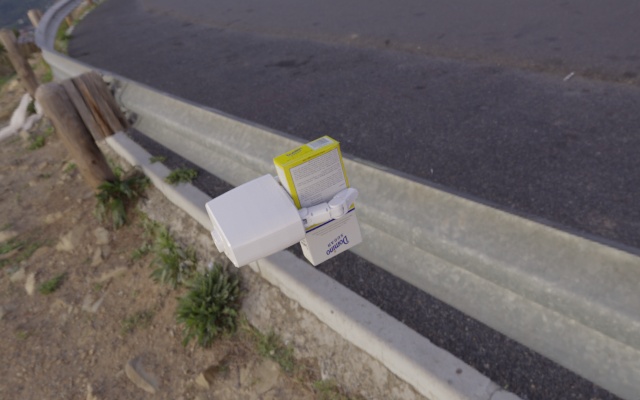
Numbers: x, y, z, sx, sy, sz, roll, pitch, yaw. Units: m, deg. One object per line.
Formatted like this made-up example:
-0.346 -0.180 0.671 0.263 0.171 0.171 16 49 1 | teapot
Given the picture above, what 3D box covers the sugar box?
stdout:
0.000 0.002 0.717 0.093 0.176 0.048 -25 32 -17 | sugar box
